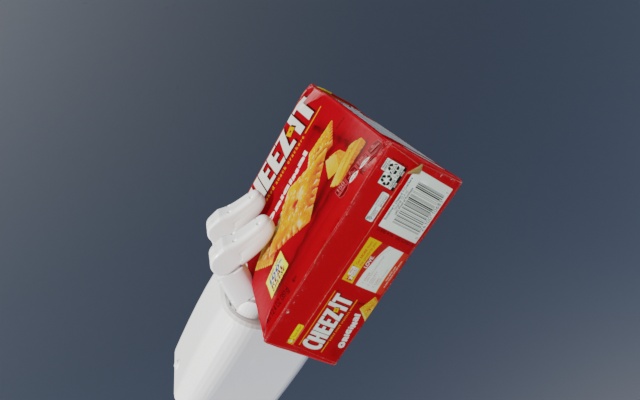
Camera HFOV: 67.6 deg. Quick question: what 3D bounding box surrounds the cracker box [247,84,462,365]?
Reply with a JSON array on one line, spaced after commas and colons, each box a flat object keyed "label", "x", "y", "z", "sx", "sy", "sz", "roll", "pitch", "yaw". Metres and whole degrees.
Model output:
[{"label": "cracker box", "x": 0.000, "y": 0.001, "z": 0.410, "sx": 0.072, "sy": 0.164, "sz": 0.213, "roll": 26, "pitch": 14, "yaw": -25}]
